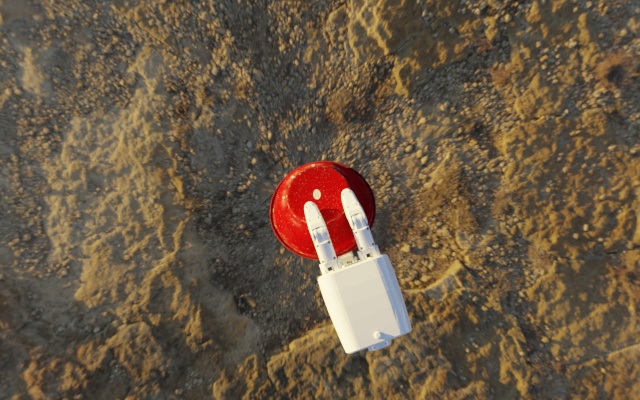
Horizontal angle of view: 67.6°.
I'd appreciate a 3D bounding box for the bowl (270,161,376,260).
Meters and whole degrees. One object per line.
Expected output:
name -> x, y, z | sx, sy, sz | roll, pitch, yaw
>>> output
bowl -> -0.001, 0.001, 0.700 | 0.162, 0.162, 0.055 | 0, -23, 7
